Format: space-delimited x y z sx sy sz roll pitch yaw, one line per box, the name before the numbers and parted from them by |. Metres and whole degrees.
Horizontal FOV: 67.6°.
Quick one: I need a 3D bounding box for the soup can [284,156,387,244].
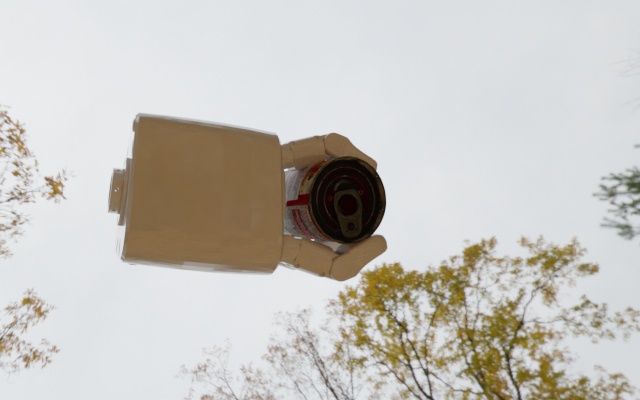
soup can | 0.000 0.001 0.411 0.068 0.068 0.102 0 -2 -26
